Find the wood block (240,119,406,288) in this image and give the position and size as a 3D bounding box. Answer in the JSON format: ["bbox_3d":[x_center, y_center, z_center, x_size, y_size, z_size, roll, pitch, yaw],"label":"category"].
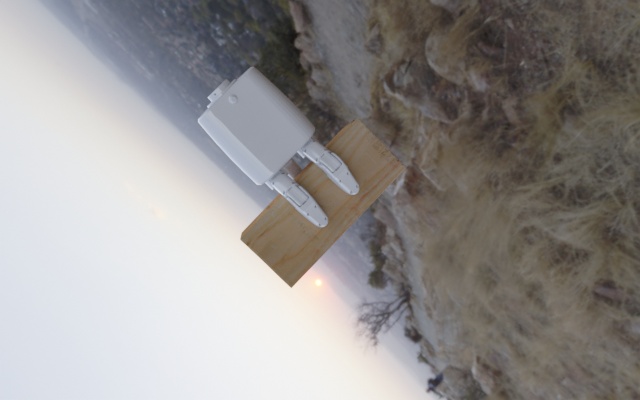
[{"bbox_3d":[0.000,0.002,0.624,0.090,0.206,0.091,45,-5,-7],"label":"wood block"}]
